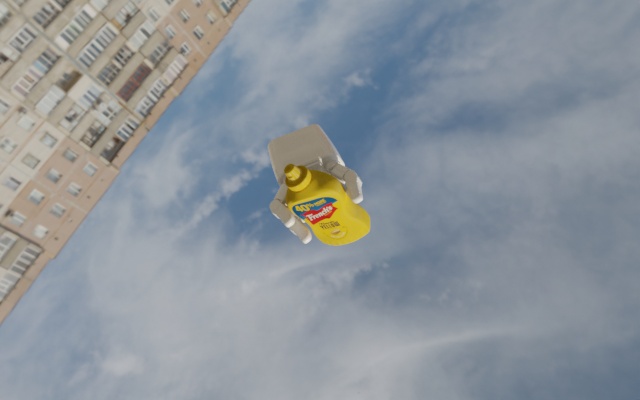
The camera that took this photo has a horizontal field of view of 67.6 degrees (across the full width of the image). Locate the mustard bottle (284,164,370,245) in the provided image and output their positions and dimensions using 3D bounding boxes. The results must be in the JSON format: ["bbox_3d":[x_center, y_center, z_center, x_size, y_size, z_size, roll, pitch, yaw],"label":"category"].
[{"bbox_3d":[0.000,0.003,0.772,0.096,0.058,0.192,-15,-40,26],"label":"mustard bottle"}]
